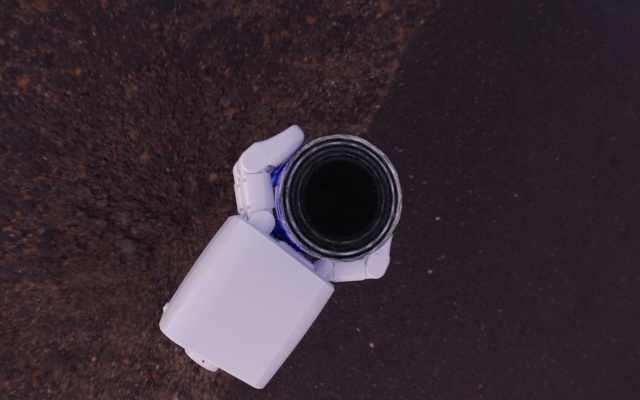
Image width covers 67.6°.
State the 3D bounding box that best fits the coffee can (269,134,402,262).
[{"bbox_3d":[0.000,0.001,0.444,0.103,0.103,0.140,0,-3,-15],"label":"coffee can"}]
